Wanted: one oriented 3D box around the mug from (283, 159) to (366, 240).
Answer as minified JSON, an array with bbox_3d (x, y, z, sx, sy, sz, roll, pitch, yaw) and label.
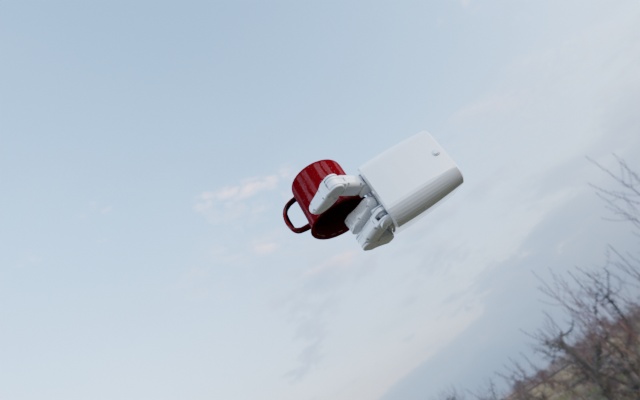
[{"bbox_3d":[-0.001,0.003,0.680,0.117,0.081,0.093,-31,-30,0],"label":"mug"}]
